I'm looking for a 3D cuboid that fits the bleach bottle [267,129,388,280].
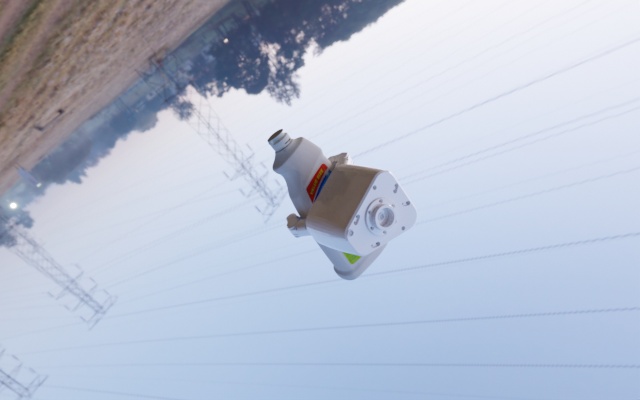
[{"bbox_3d":[0.000,0.002,0.732,0.102,0.251,0.068,-45,24,-15],"label":"bleach bottle"}]
